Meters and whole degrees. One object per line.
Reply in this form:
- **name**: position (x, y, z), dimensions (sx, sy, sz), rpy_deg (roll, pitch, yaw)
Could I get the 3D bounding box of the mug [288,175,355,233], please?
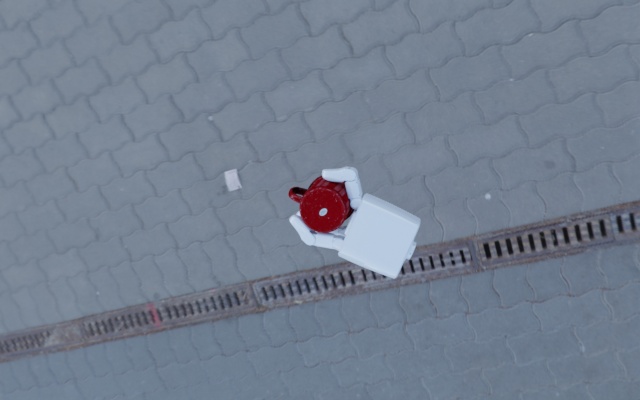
- **mug**: position (-0.001, 0.002, 0.828), dimensions (0.117, 0.093, 0.081), rpy_deg (22, 17, 6)
